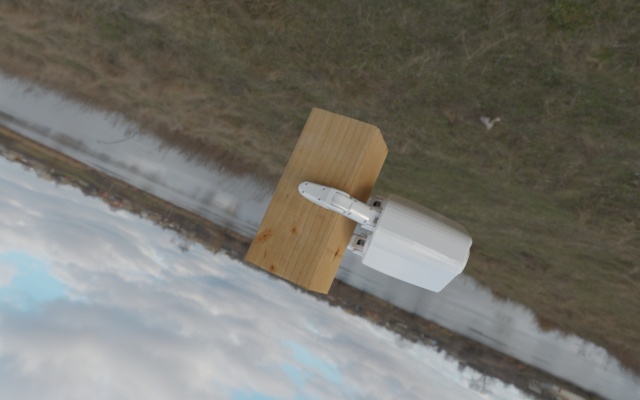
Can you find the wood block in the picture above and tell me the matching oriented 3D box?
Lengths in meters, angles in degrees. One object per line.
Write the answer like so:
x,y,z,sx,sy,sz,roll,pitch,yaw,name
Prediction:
0.000,0.002,0.601,0.090,0.206,0.091,21,-7,20,wood block
